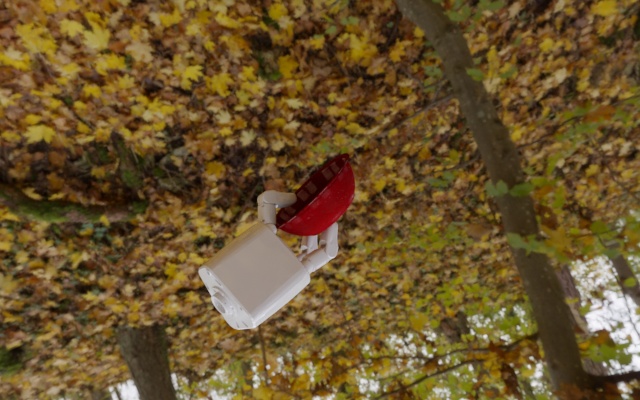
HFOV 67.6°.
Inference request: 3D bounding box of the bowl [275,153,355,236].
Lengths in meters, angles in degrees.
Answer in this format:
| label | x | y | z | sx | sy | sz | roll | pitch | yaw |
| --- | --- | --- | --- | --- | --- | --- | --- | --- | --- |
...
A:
| label | x | y | z | sx | sy | sz | roll | pitch | yaw |
| --- | --- | --- | --- | --- | --- | --- | --- | --- | --- |
| bowl | 0.001 | 0.002 | 0.728 | 0.055 | 0.162 | 0.162 | 45 | -12 | -12 |
